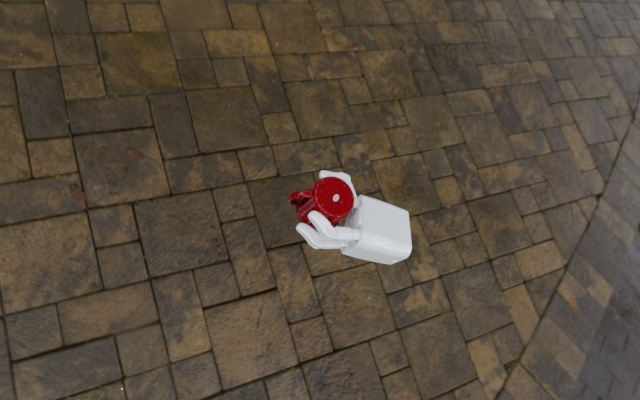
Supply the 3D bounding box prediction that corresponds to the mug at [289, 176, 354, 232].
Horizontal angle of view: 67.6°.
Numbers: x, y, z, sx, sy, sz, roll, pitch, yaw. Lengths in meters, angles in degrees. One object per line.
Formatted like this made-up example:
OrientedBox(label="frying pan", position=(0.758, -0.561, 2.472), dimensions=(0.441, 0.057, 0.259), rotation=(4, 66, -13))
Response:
OrientedBox(label="mug", position=(-0.001, 0.002, 0.884), dimensions=(0.117, 0.093, 0.081), rotation=(15, -25, -18))
